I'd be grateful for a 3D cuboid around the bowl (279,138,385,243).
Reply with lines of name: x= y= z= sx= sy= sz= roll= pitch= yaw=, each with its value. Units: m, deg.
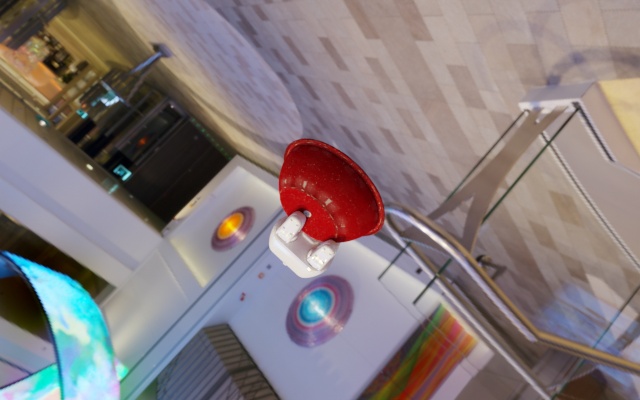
bowl: x=0.000 y=0.002 z=0.608 sx=0.162 sy=0.162 sz=0.055 roll=0 pitch=39 yaw=51
